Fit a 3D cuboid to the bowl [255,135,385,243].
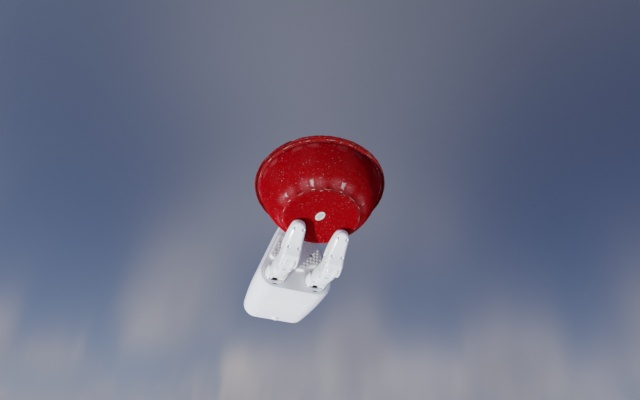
[{"bbox_3d":[0.000,0.001,0.575,0.162,0.162,0.055,0,44,-3],"label":"bowl"}]
